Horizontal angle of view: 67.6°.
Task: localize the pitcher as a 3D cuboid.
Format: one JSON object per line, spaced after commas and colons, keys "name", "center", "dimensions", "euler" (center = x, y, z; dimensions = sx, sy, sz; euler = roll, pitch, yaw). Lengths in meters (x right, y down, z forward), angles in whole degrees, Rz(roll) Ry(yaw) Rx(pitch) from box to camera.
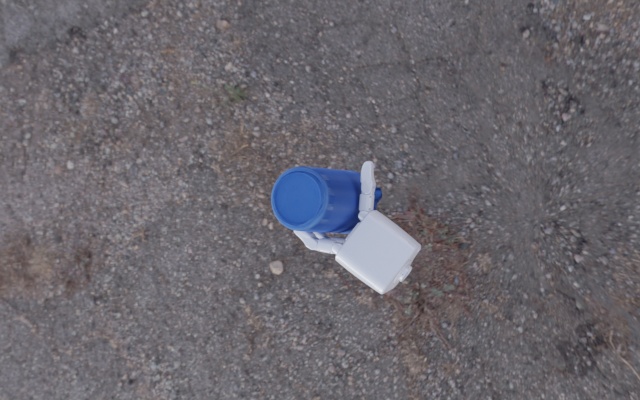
{"name": "pitcher", "center": [0.000, 0.003, 0.896], "dimensions": [0.145, 0.149, 0.243], "euler": [36, 12, 20]}
